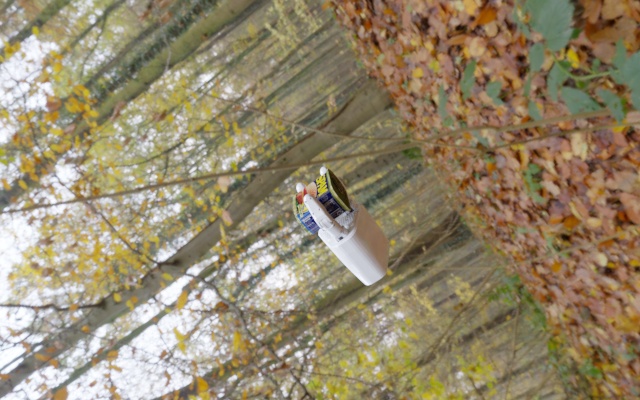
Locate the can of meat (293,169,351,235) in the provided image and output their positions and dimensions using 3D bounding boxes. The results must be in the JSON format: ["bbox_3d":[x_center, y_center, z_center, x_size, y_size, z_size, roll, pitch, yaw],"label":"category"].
[{"bbox_3d":[0.000,0.003,0.839,0.084,0.057,0.102,-36,25,13],"label":"can of meat"}]
